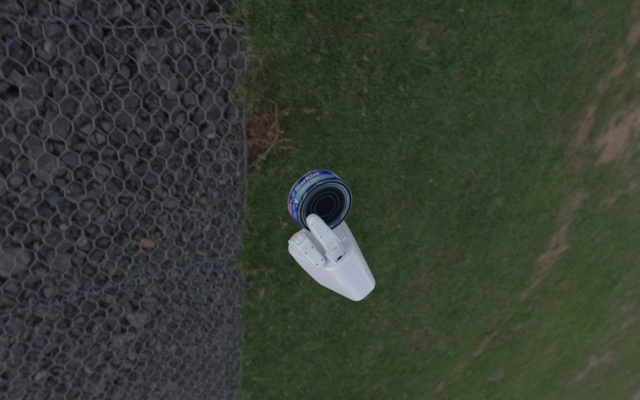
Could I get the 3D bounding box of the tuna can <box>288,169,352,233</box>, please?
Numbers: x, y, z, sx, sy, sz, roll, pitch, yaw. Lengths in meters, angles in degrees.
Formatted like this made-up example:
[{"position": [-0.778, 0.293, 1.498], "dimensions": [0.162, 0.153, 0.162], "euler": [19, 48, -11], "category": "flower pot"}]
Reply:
[{"position": [0.000, 0.002, 0.657], "dimensions": [0.086, 0.086, 0.033], "euler": [0, 27, -31], "category": "tuna can"}]
